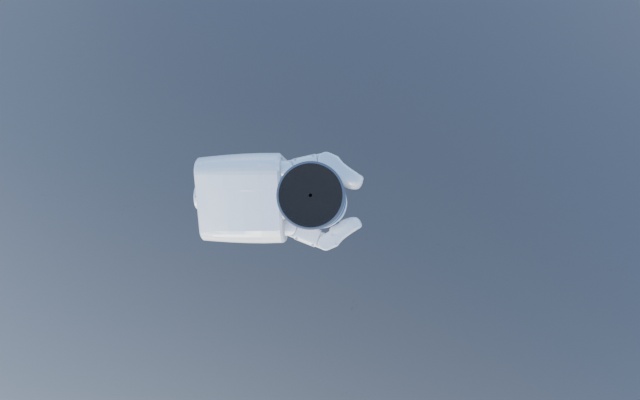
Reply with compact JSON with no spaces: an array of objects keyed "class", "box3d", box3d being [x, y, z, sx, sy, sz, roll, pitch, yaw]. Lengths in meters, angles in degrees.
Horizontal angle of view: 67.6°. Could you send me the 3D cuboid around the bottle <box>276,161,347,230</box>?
[{"class":"bottle","box3d":[0.000,0.002,0.603,0.069,0.069,0.296,0,-3,4]}]
